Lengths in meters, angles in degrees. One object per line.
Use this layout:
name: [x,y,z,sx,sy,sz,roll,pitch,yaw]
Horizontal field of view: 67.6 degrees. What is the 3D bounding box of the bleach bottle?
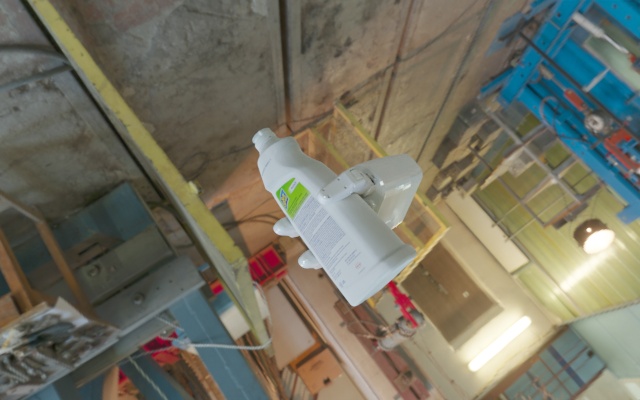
bleach bottle: [0.000,0.002,0.592,0.068,0.250,0.103,-20,-25,-46]
